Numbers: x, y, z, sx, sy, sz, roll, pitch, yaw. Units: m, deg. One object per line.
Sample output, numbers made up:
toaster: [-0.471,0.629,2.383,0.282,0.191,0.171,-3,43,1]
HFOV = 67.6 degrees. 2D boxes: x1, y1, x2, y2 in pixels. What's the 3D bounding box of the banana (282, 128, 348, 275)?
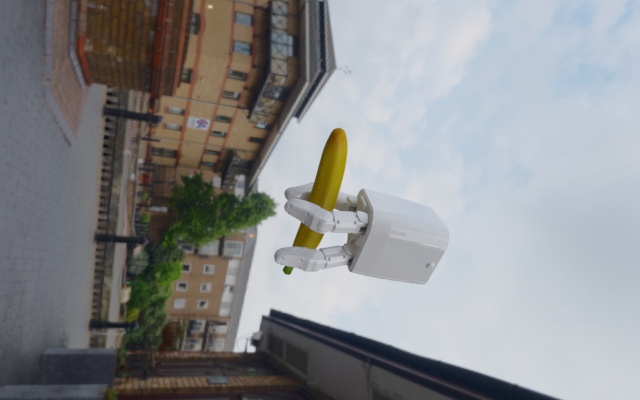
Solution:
banana: [0.001,0.001,0.611,0.037,0.198,0.069,19,15,2]
